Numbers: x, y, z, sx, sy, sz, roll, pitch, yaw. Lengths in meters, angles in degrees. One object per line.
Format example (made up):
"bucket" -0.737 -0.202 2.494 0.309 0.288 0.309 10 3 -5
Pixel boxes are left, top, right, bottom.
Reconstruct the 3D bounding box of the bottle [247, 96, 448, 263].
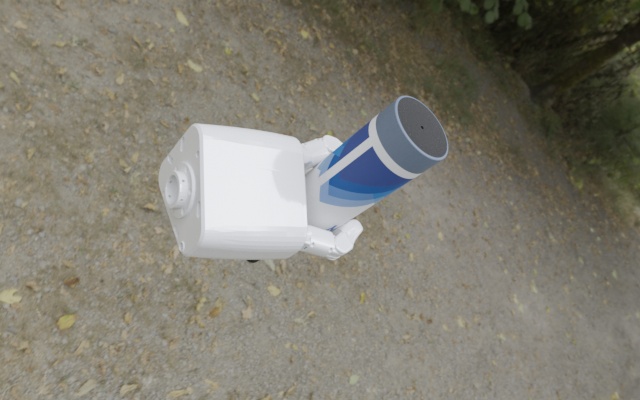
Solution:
"bottle" 0.000 0.002 0.511 0.069 0.069 0.296 0 -26 -42
